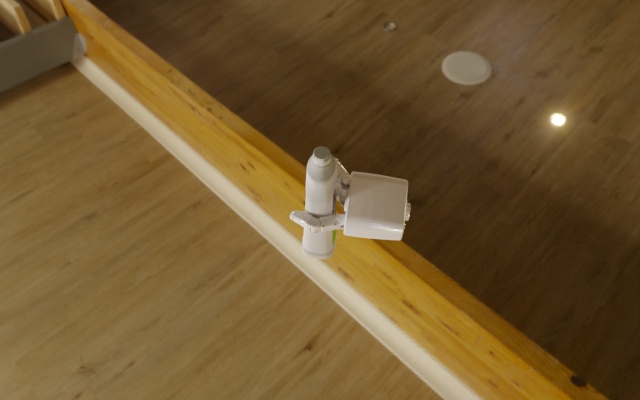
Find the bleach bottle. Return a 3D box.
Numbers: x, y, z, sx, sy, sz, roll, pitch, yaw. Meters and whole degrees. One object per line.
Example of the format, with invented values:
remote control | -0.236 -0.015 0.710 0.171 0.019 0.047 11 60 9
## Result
bleach bottle | 0.000 0.003 0.889 0.068 0.102 0.251 7 -37 5
